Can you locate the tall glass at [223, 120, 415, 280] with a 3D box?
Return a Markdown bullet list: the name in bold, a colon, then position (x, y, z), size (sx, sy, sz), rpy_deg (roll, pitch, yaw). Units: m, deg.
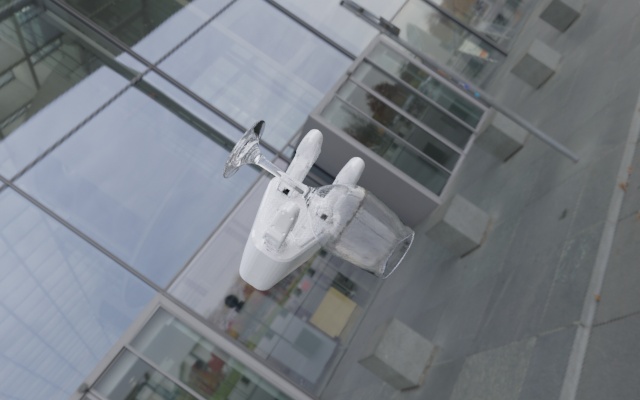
- **tall glass**: position (0.000, 0.001, 0.506), size (0.201, 0.079, 0.079), rpy_deg (35, 1, 2)
